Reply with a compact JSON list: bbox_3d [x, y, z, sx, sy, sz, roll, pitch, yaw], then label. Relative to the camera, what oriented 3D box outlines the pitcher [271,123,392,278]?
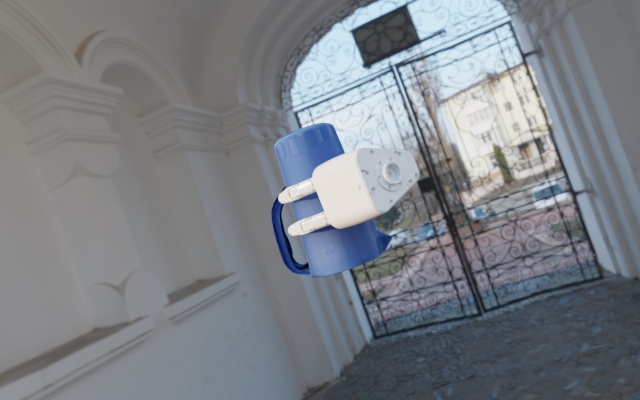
[{"bbox_3d":[0.000,0.003,0.807,0.149,0.243,0.145,-19,-1,-34],"label":"pitcher"}]
